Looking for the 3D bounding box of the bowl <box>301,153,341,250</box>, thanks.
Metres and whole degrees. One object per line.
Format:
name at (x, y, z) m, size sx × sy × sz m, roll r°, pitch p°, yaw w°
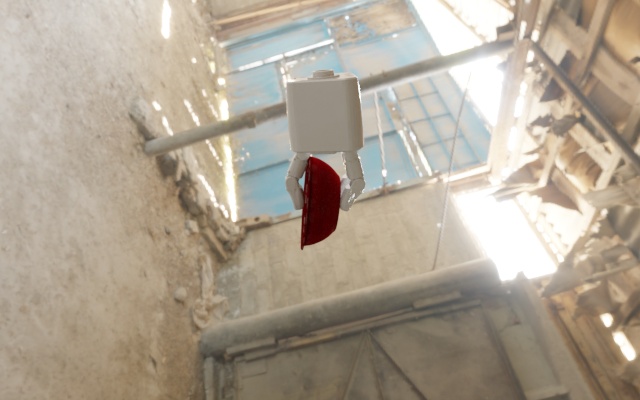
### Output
bowl at (0.000, 0.004, 0.782) m, size 0.055 × 0.162 × 0.162 m, roll 5°, pitch 0°, yaw -4°
